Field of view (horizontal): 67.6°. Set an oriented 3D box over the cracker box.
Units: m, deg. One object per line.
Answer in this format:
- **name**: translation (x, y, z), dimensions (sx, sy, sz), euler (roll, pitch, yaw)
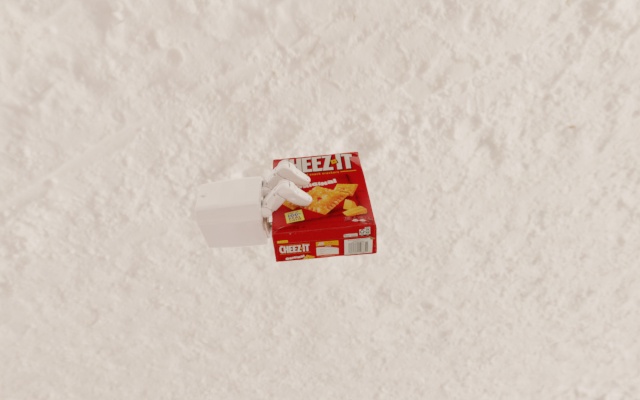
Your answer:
- **cracker box**: translation (0.000, 0.003, 0.821), dimensions (0.164, 0.072, 0.213), euler (-5, 38, -1)
